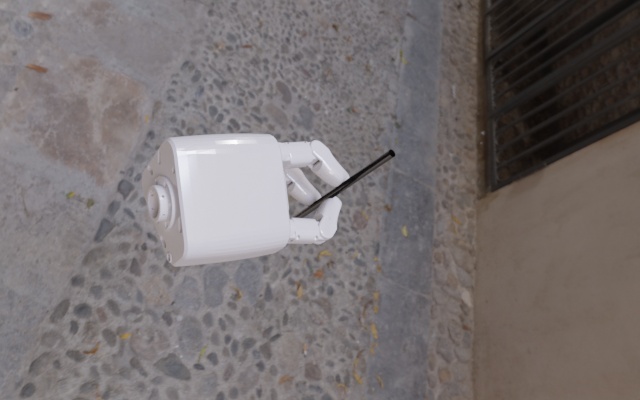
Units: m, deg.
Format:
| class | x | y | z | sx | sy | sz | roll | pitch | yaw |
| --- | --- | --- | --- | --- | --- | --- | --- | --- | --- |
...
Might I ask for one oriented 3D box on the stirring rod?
| class | x | y | z | sx | sy | sz | roll | pitch | yaw |
| --- | --- | --- | --- | --- | --- | --- | --- | --- | --- |
| stirring rod | 0.000 | 0.002 | 0.538 | 0.011 | 0.011 | 0.240 | 0 | -23 | -37 |
